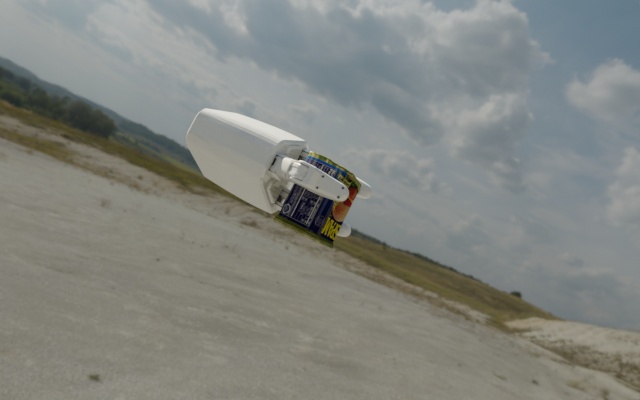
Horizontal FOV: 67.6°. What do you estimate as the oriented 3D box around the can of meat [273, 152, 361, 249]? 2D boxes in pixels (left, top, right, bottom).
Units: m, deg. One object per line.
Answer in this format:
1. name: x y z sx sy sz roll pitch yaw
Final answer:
1. can of meat: 0.000 0.001 0.537 0.057 0.084 0.102 25 -4 17
